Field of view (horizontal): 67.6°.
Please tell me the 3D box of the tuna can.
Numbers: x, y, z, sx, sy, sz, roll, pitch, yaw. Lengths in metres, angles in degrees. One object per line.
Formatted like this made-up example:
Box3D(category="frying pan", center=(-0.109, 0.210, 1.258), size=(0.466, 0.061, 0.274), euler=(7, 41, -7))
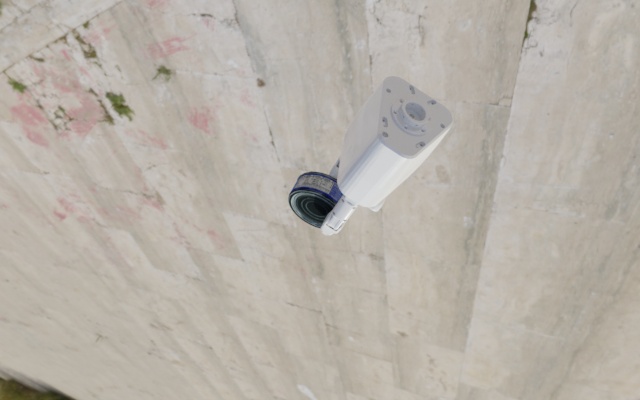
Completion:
Box3D(category="tuna can", center=(0.000, 0.003, 0.647), size=(0.086, 0.033, 0.086), euler=(19, -33, 13))
